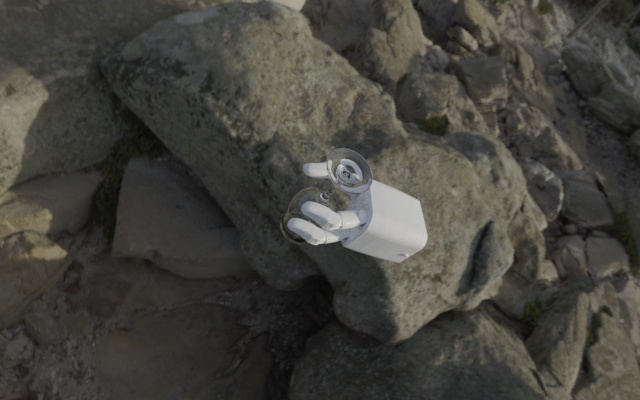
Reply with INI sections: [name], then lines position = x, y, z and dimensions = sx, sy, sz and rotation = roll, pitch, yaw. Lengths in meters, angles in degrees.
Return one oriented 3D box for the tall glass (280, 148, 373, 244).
[tall glass]
position = 0.000, 0.002, 0.752
dimensions = 0.079, 0.079, 0.201
rotation = 0, -26, -28
